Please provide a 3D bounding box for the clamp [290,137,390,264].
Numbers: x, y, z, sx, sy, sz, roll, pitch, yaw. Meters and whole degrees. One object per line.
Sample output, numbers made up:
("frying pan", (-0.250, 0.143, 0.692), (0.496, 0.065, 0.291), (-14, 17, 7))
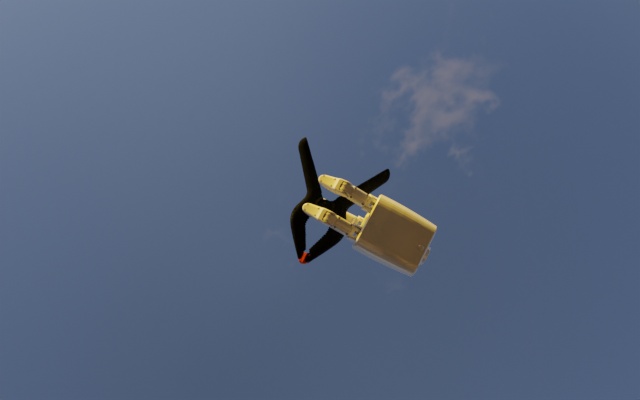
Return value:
("clamp", (0.000, 0.003, 0.802), (0.164, 0.210, 0.036), (28, -10, 7))
